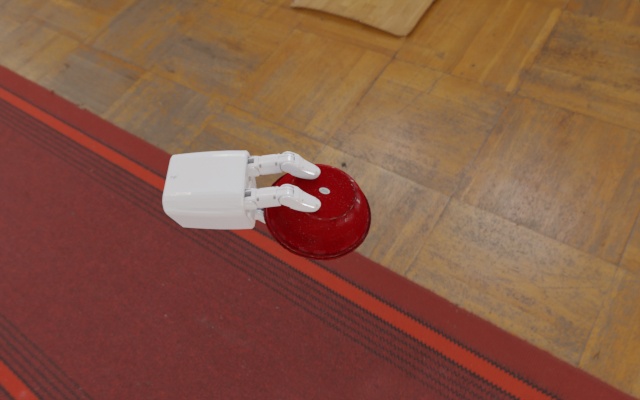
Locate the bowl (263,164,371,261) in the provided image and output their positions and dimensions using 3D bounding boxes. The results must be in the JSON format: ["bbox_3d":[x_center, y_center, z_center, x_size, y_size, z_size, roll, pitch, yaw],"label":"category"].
[{"bbox_3d":[0.001,0.002,0.685,0.162,0.162,0.055,0,-33,-11],"label":"bowl"}]
